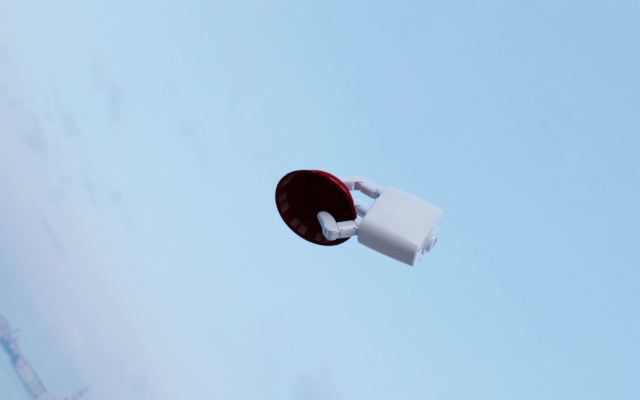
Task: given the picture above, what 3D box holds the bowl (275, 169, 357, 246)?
[{"bbox_3d":[-0.001,0.002,0.861,0.162,0.162,0.055,0,33,29],"label":"bowl"}]
